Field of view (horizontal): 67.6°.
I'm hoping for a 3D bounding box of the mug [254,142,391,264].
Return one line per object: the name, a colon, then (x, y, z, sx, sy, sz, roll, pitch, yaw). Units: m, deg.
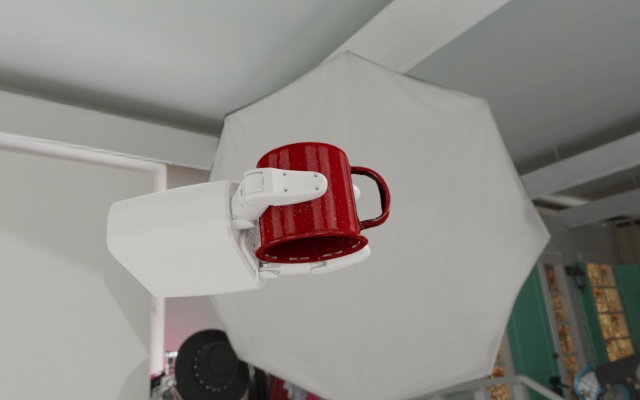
mug: (0.001, 0.001, 0.402, 0.117, 0.081, 0.093, -9, -19, 5)
